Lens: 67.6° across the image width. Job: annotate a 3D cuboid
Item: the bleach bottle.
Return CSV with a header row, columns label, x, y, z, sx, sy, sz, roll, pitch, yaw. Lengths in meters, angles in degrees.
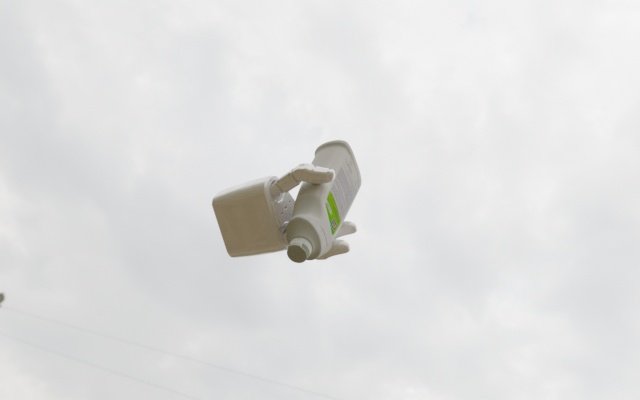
label,x,y,z,sx,sy,sz,roll,pitch,yaw
bleach bottle,0.000,0.002,0.723,0.068,0.103,0.250,-12,25,24
